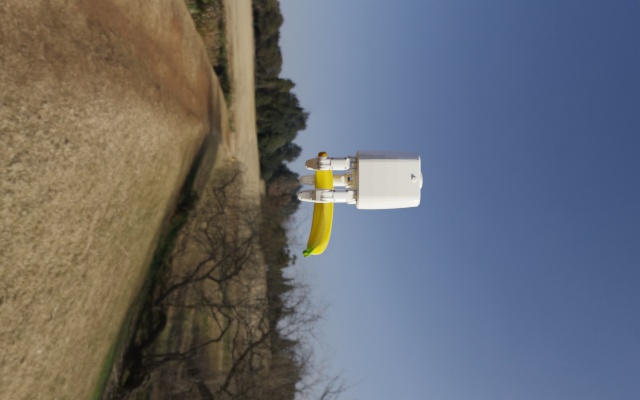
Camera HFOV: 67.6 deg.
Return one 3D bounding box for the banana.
[{"bbox_3d":[0.002,0.013,0.848,0.037,0.197,0.070,3,-21,9],"label":"banana"}]
